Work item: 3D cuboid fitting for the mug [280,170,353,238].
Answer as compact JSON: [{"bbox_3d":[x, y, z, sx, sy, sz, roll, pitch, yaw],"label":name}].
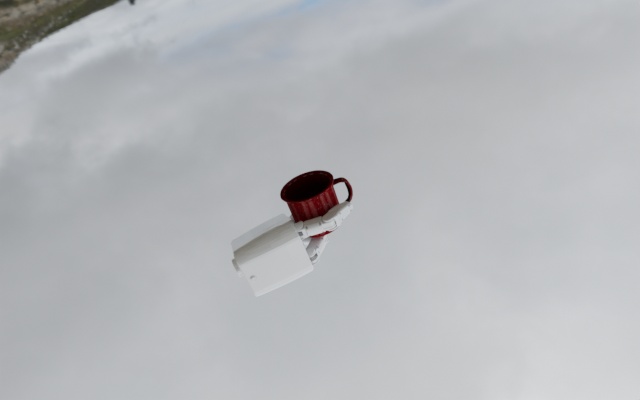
[{"bbox_3d":[0.001,0.002,0.805,0.117,0.081,0.093,-26,31,-7],"label":"mug"}]
